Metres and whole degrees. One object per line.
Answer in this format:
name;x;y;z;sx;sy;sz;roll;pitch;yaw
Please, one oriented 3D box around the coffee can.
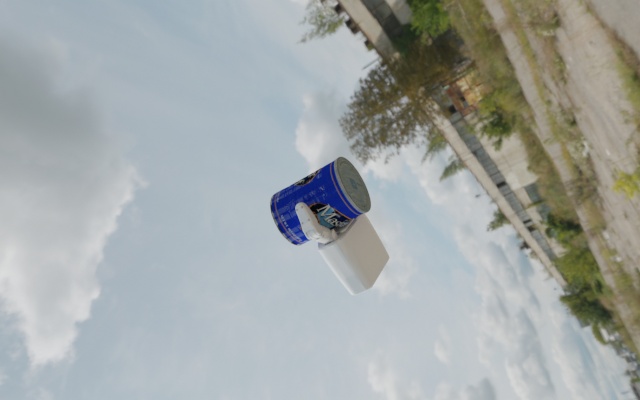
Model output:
coffee can;0.000;0.002;0.815;0.140;0.103;0.103;-28;-12;23
